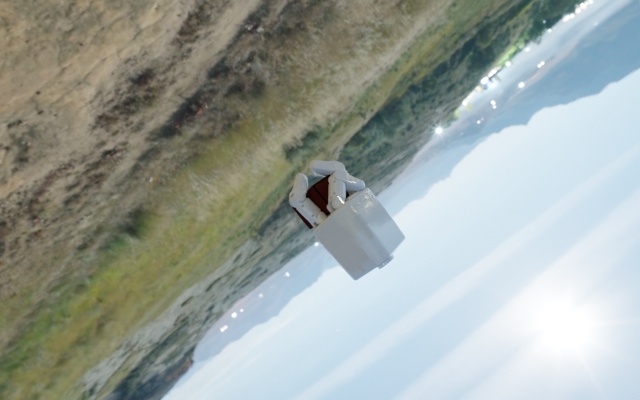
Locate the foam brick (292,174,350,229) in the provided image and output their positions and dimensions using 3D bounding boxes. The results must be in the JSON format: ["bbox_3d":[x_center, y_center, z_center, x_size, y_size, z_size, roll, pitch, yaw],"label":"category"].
[{"bbox_3d":[0.000,0.003,0.797,0.053,0.051,0.078,-36,-6,-41],"label":"foam brick"}]
